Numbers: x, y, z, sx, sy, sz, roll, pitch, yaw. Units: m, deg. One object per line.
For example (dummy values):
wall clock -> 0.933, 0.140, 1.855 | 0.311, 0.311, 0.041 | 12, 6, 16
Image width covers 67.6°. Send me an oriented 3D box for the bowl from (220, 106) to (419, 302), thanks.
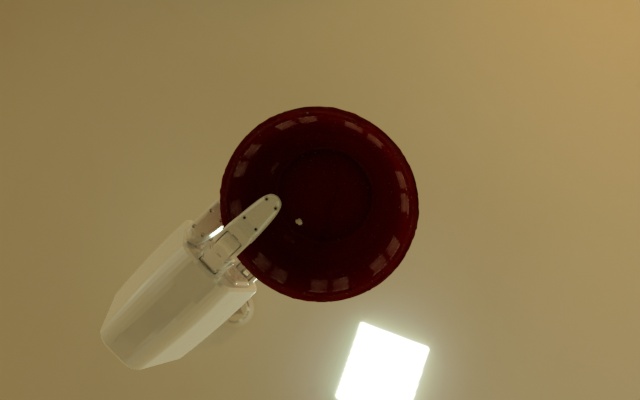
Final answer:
bowl -> 0.001, 0.001, 0.408 | 0.162, 0.162, 0.055 | 0, 12, 7
